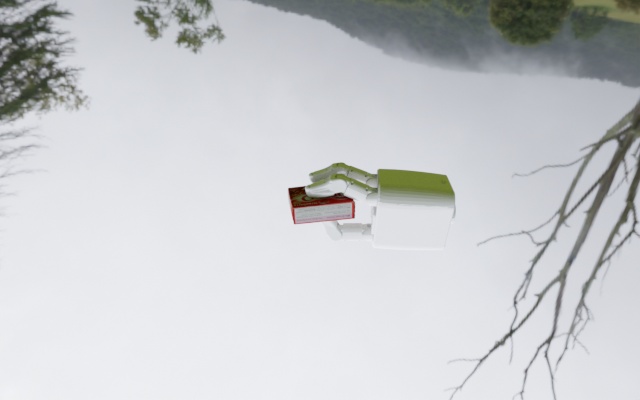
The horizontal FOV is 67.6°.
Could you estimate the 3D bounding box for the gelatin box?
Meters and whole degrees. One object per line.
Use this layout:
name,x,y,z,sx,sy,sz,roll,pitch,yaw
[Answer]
gelatin box,0.000,0.003,0.688,0.089,0.030,0.073,-6,25,-6
